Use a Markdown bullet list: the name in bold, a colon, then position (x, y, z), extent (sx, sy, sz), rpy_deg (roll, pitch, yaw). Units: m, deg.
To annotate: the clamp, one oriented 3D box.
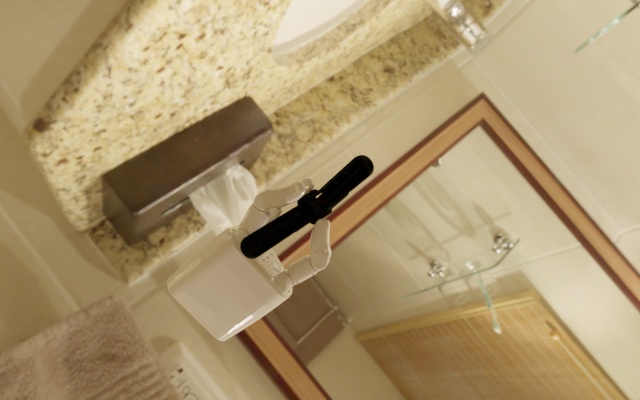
- **clamp**: position (0.000, 0.003, 0.579), extent (0.164, 0.036, 0.210), rpy_deg (-35, -3, 10)
